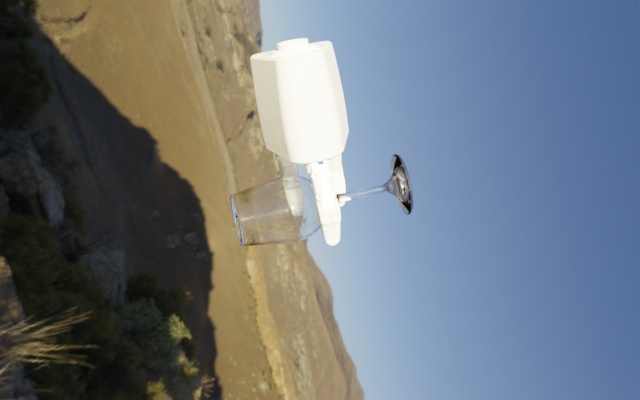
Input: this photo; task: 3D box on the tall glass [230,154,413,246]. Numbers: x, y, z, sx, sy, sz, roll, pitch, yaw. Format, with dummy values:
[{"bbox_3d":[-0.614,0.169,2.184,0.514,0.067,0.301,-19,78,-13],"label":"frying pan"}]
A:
[{"bbox_3d":[0.001,0.002,0.558,0.201,0.079,0.079,-13,1,-5],"label":"tall glass"}]
